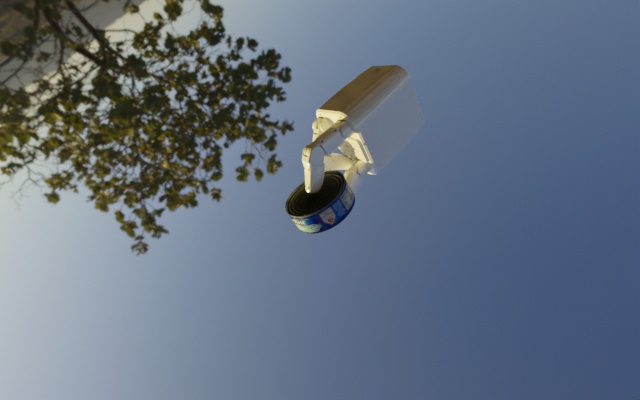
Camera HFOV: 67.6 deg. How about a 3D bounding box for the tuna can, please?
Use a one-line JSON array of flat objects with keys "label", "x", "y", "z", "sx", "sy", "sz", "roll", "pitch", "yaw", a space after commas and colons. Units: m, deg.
[{"label": "tuna can", "x": 0.000, "y": 0.002, "z": 0.607, "sx": 0.086, "sy": 0.034, "sz": 0.086, "roll": -24, "pitch": 31, "yaw": 15}]
